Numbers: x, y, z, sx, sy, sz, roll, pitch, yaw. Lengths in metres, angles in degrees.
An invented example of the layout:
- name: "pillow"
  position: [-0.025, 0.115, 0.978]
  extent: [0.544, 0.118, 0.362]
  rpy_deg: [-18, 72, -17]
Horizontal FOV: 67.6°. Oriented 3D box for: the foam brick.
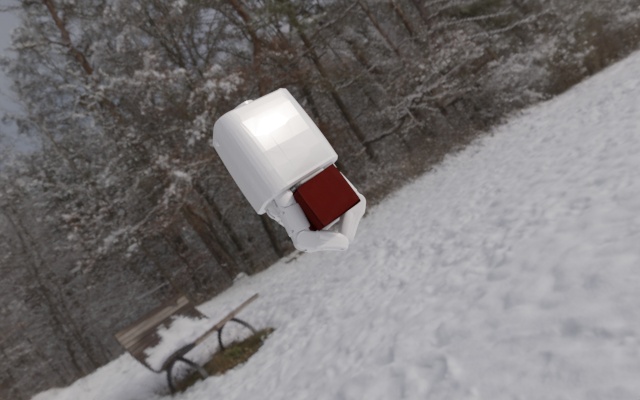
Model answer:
- name: "foam brick"
  position: [0.000, 0.002, 0.535]
  extent: [0.053, 0.051, 0.078]
  rpy_deg: [-35, -2, -18]
